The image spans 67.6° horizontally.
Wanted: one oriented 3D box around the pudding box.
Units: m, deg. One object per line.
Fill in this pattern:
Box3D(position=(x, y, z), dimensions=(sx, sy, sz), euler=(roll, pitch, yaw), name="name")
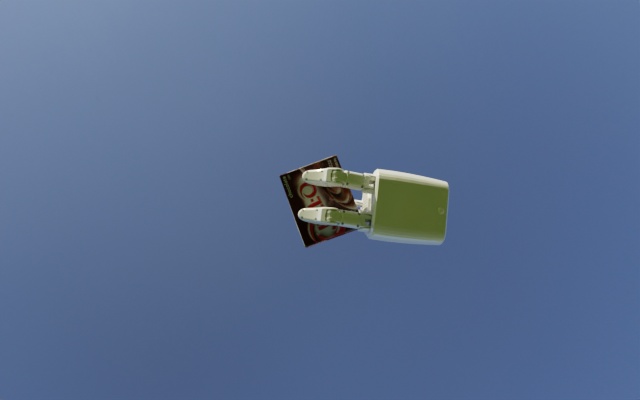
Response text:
Box3D(position=(0.000, 0.002, 0.696), dimensions=(0.090, 0.113, 0.039), euler=(-20, -7, -6), name="pudding box")
